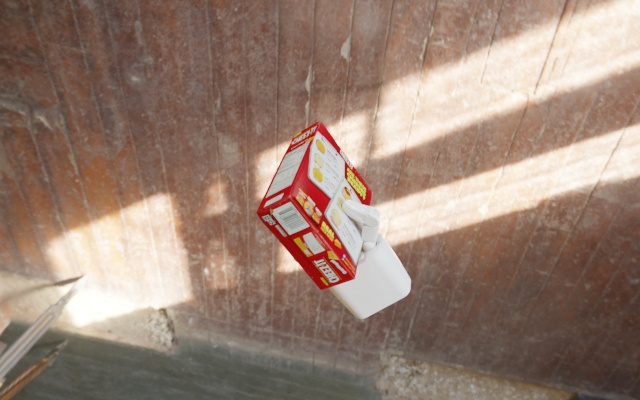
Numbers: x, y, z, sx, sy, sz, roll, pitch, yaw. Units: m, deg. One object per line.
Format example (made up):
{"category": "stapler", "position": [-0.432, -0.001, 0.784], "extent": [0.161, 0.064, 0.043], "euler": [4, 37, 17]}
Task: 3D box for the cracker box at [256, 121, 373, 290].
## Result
{"category": "cracker box", "position": [0.000, 0.002, 0.737], "extent": [0.072, 0.164, 0.213], "euler": [-24, 28, 28]}
